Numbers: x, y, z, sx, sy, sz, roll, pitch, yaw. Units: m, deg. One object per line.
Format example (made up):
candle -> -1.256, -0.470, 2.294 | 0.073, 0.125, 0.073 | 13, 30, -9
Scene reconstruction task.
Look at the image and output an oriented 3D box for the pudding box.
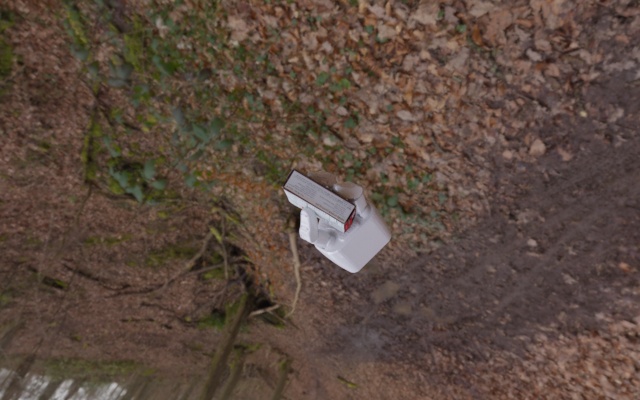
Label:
pudding box -> 0.000, 0.003, 0.735 | 0.113, 0.039, 0.090 | 29, -10, 8
